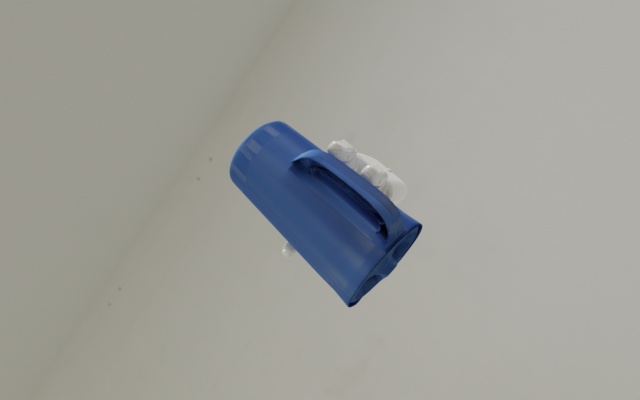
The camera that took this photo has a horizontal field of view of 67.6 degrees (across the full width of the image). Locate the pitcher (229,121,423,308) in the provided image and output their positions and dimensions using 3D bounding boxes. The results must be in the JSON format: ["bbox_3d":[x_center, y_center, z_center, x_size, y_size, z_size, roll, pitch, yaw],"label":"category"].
[{"bbox_3d":[0.000,0.002,0.603,0.242,0.149,0.145,42,19,18],"label":"pitcher"}]
